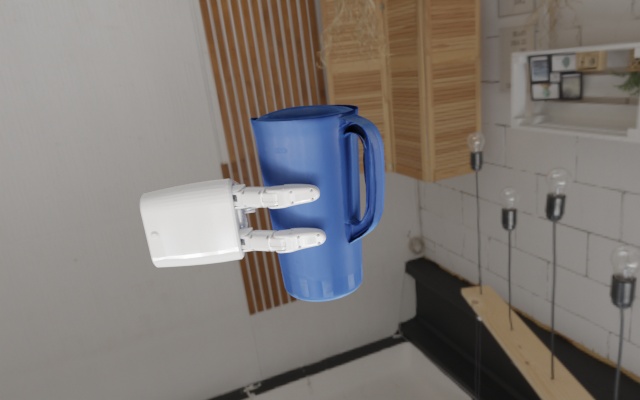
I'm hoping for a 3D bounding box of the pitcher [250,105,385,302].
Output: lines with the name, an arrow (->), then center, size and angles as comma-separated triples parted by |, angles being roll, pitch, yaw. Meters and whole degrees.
pitcher -> 0.000, 0.002, 0.609 | 0.145, 0.243, 0.149 | -8, 17, -5
